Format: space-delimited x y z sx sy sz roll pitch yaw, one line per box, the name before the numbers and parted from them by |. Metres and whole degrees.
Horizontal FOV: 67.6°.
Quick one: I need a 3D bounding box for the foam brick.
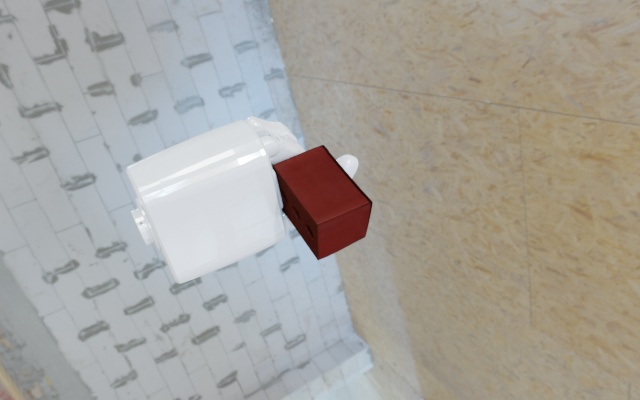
foam brick | 0.000 0.001 0.412 0.051 0.078 0.053 -25 -35 -20
